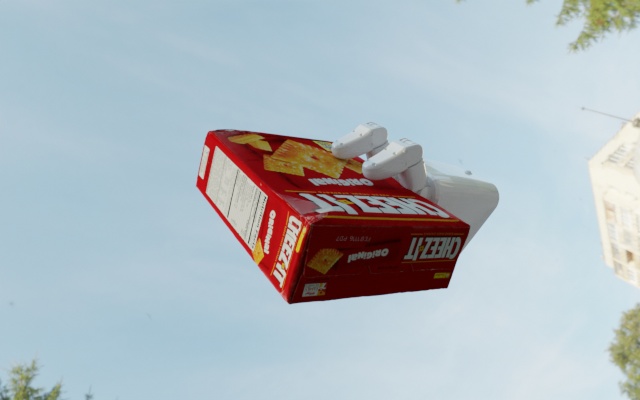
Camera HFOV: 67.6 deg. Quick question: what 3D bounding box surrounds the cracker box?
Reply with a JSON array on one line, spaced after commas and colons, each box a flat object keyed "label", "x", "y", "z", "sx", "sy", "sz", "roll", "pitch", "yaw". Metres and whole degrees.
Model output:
[{"label": "cracker box", "x": 0.000, "y": 0.002, "z": 0.440, "sx": 0.164, "sy": 0.072, "sz": 0.213, "roll": 2, "pitch": 23, "yaw": -34}]
